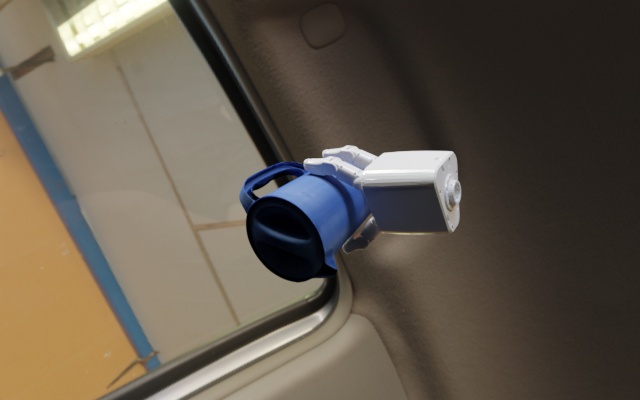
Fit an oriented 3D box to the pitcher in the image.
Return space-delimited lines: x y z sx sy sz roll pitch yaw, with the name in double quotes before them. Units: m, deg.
"pitcher" 0.000 0.002 0.742 0.145 0.149 0.242 -3 22 35
